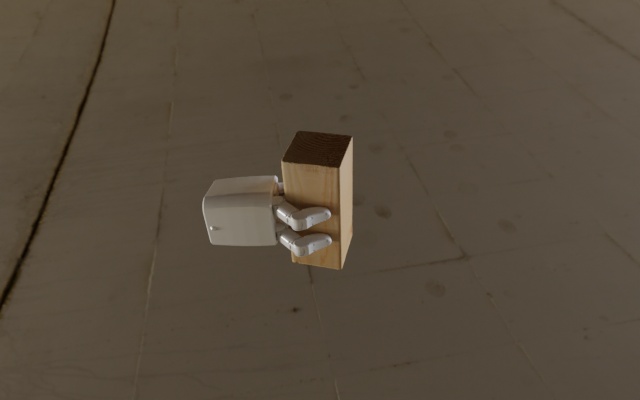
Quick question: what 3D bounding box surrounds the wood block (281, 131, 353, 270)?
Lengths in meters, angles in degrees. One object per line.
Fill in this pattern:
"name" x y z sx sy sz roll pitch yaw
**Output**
"wood block" 0.000 0.002 0.767 0.090 0.206 0.090 7 40 12
